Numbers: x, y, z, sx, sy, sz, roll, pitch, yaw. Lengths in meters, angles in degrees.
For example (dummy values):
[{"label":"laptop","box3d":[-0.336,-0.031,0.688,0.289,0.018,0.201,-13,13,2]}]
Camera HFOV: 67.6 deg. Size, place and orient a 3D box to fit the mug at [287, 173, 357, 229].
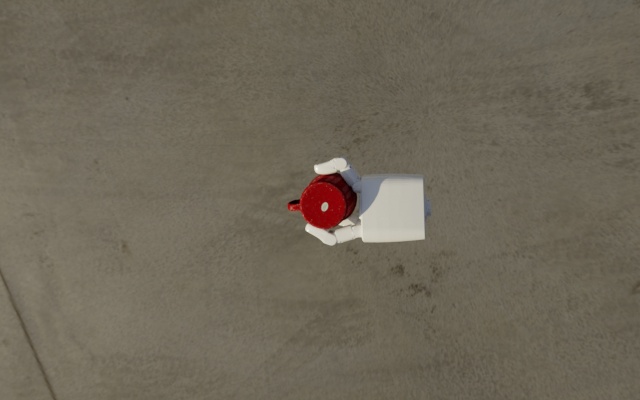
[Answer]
[{"label":"mug","box3d":[-0.001,0.003,0.817,0.117,0.093,0.081,-4,9,12]}]
